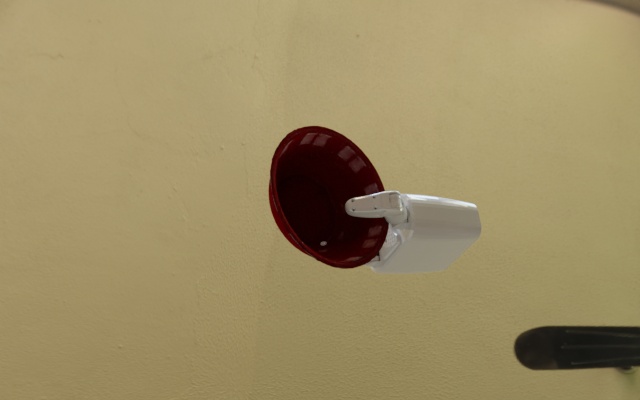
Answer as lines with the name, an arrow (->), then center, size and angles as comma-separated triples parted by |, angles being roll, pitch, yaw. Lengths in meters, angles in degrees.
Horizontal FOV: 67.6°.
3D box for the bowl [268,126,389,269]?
bowl -> -0.001, 0.001, 0.528 | 0.162, 0.162, 0.055 | 0, -19, -40
